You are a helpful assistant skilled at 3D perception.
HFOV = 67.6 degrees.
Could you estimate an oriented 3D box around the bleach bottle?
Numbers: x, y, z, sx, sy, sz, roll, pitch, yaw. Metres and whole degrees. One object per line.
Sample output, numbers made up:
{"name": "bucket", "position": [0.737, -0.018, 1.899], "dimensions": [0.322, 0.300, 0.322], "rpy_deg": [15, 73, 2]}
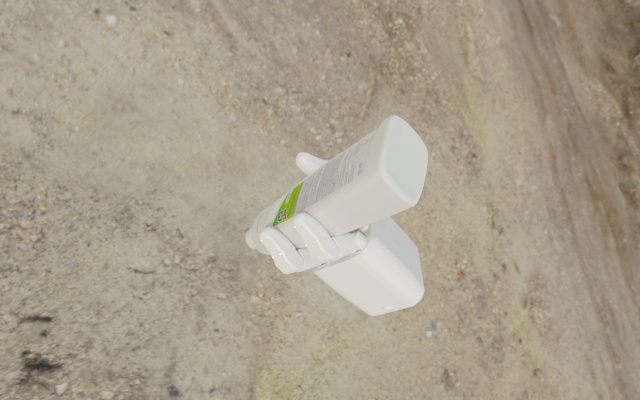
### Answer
{"name": "bleach bottle", "position": [0.000, 0.002, 0.552], "dimensions": [0.068, 0.102, 0.251], "rpy_deg": [42, -45, -23]}
